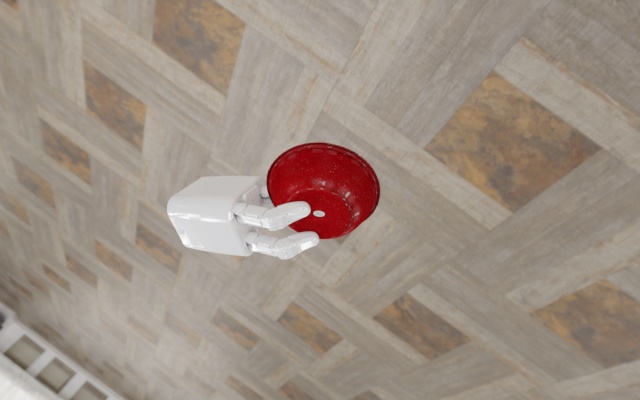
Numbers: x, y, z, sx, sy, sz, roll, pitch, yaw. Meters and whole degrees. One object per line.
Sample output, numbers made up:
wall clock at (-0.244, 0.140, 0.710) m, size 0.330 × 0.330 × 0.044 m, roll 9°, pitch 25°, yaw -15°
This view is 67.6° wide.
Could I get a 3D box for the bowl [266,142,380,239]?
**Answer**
bowl at (0.001, 0.002, 0.650) m, size 0.162 × 0.162 × 0.055 m, roll 0°, pitch 41°, yaw 9°
